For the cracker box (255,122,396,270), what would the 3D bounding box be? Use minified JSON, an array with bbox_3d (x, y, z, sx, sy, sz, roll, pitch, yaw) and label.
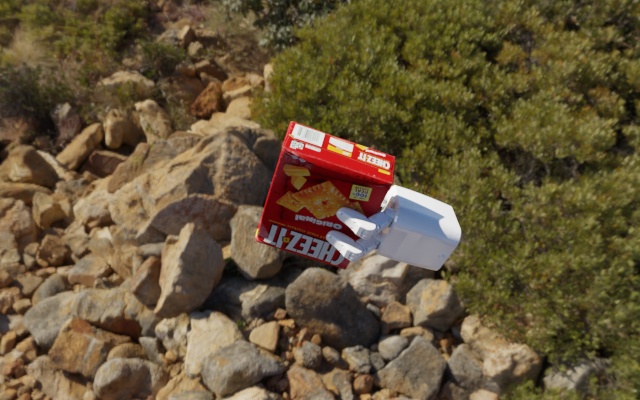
[{"bbox_3d":[0.000,0.002,0.742,0.164,0.214,0.072,19,43,-4],"label":"cracker box"}]
